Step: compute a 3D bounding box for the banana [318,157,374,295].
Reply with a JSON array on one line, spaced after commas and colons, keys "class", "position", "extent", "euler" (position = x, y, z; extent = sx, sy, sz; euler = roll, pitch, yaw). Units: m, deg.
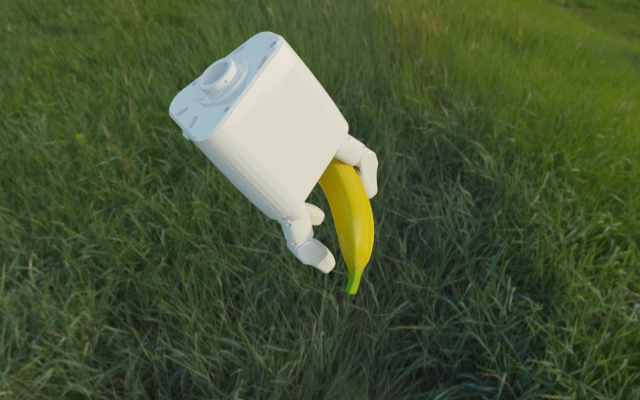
[{"class": "banana", "position": [0.012, -0.008, 0.476], "extent": [0.037, 0.197, 0.070], "euler": [18, -53, -36]}]
